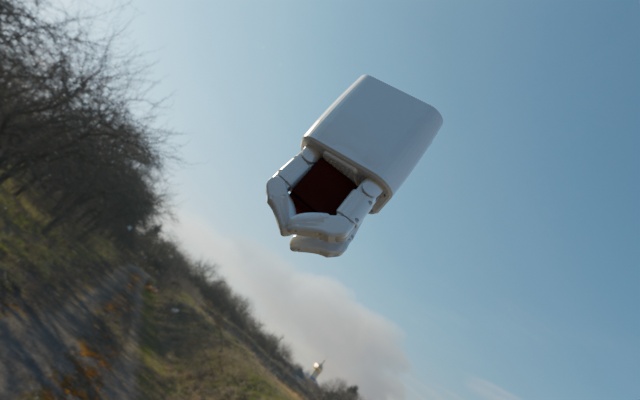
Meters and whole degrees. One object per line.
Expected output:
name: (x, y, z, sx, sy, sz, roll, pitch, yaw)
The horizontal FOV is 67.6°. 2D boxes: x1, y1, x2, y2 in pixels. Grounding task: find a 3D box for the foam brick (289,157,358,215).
foam brick: (0.000, 0.002, 0.507, 0.053, 0.051, 0.078, 38, -19, 4)
